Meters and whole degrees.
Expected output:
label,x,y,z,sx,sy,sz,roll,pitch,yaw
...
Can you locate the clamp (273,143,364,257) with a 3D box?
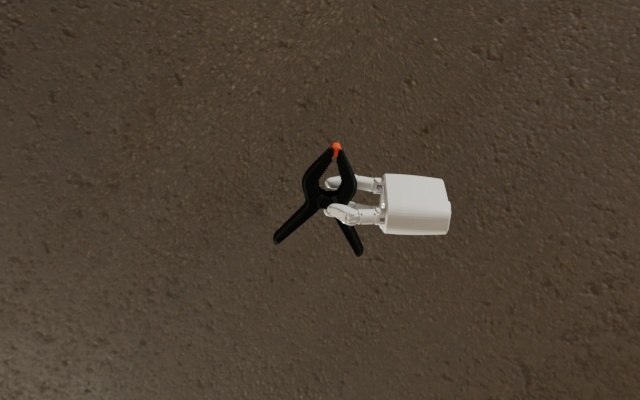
label,x,y,z,sx,sy,sz,roll,pitch,yaw
clamp,0.000,0.003,0.830,0.164,0.210,0.036,2,24,-2
